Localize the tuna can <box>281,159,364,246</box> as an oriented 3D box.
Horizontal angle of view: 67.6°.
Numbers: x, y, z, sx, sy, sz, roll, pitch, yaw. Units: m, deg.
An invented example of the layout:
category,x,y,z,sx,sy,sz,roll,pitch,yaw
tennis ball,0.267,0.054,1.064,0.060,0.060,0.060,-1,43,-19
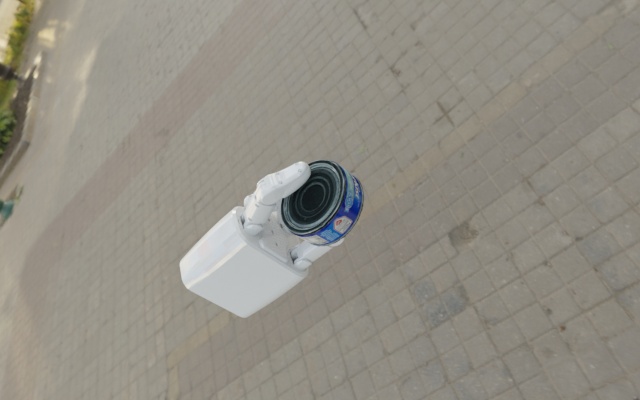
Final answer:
category,x,y,z,sx,sy,sz,roll,pitch,yaw
tuna can,0.000,0.001,0.492,0.086,0.086,0.034,0,-23,41
